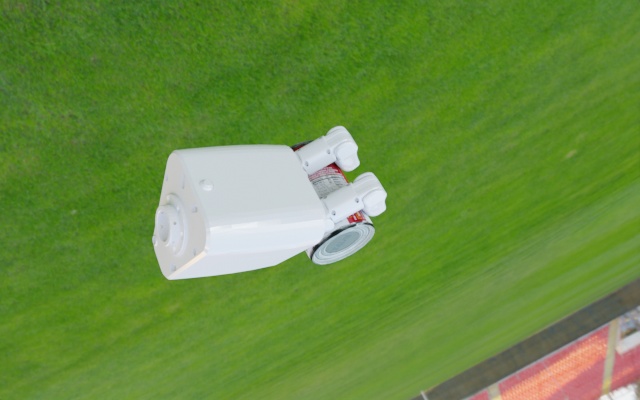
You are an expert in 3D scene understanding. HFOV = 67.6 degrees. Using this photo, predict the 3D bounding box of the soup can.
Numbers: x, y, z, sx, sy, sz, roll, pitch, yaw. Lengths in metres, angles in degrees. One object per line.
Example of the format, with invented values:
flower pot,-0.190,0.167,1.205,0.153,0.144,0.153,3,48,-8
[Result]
soup can,0.001,0.002,0.462,0.068,0.102,0.068,-22,-27,-12
